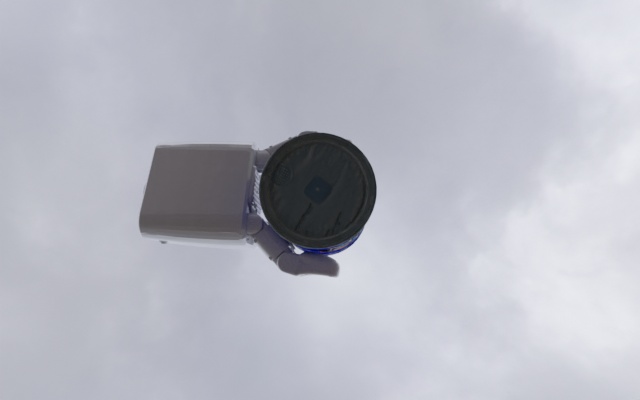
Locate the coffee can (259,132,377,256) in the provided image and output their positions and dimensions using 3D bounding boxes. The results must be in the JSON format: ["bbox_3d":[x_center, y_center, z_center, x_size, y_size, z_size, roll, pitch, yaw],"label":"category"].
[{"bbox_3d":[0.000,0.001,0.480,0.103,0.103,0.140,0,-9,2],"label":"coffee can"}]
